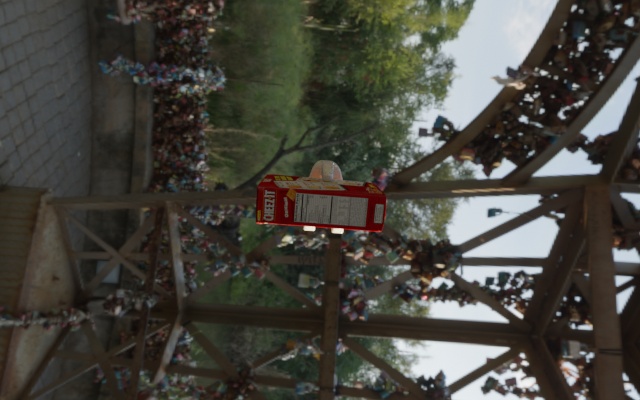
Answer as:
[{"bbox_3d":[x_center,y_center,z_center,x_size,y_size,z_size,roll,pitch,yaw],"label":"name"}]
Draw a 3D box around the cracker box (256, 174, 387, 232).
[{"bbox_3d":[0.000,0.003,0.853,0.214,0.072,0.164,4,10,-1],"label":"cracker box"}]
